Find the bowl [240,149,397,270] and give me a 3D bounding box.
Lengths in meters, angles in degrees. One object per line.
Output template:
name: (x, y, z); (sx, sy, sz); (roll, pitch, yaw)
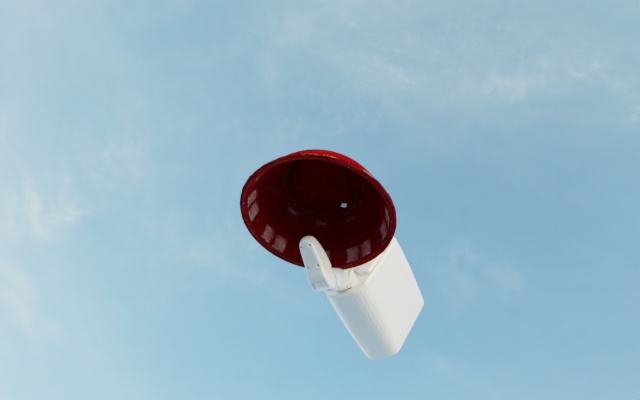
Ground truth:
bowl: (0.000, 0.000, 0.503); (0.162, 0.162, 0.055); (0, 42, 12)
